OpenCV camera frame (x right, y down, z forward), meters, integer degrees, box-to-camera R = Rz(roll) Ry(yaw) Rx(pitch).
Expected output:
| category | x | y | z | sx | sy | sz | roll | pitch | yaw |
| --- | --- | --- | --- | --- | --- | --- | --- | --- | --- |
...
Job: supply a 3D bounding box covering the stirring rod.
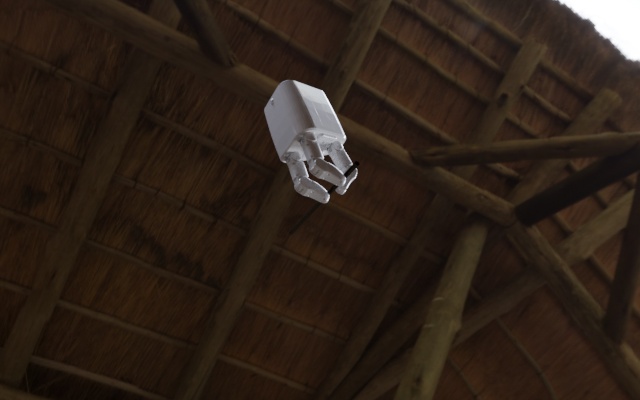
| category | x | y | z | sx | sy | sz | roll | pitch | yaw |
| --- | --- | --- | --- | --- | --- | --- | --- | --- | --- |
| stirring rod | 0.000 | 0.003 | 0.813 | 0.011 | 0.011 | 0.240 | 0 | -29 | -32 |
